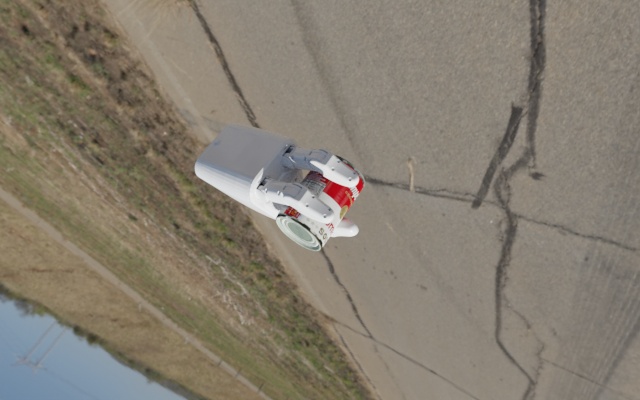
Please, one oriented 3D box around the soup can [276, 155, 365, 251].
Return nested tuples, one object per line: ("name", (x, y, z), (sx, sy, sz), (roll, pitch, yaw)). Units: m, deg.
("soup can", (0.000, 0.002, 0.585), (0.068, 0.102, 0.068), (29, -24, 14))
